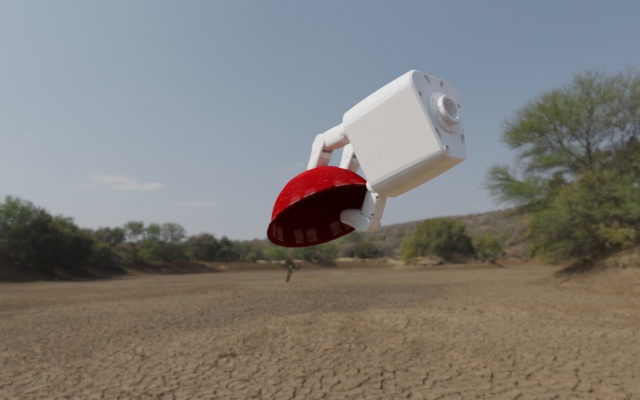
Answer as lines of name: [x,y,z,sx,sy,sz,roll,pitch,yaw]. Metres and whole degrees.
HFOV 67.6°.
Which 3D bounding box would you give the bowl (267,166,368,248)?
bowl: [-0.001,0.002,0.638,0.162,0.055,0.162,-16,-27,-9]
